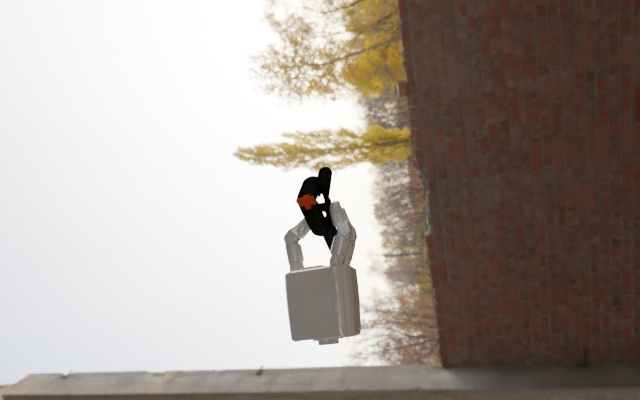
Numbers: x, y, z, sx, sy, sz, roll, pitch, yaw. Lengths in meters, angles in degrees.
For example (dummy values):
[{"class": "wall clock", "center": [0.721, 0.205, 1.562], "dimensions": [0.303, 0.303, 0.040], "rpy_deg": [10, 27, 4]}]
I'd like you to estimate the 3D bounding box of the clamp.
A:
[{"class": "clamp", "center": [-0.001, 0.003, 0.774], "dimensions": [0.036, 0.164, 0.210], "rpy_deg": [-11, -15, 11]}]
